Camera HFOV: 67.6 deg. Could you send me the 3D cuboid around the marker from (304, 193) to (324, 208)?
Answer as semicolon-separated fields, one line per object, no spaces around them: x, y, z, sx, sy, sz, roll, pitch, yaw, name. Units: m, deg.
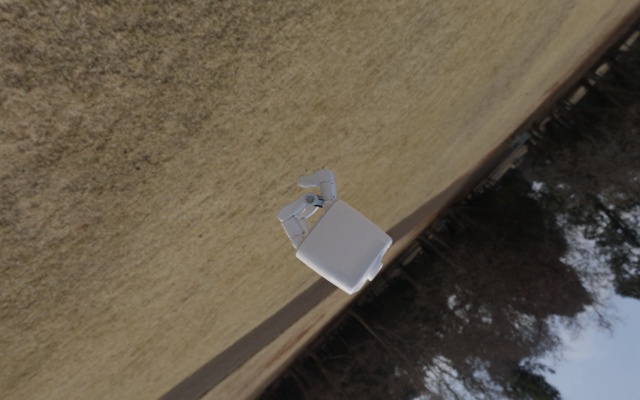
0.000;0.002;0.770;0.020;0.020;0.121;0;-5;15;marker
